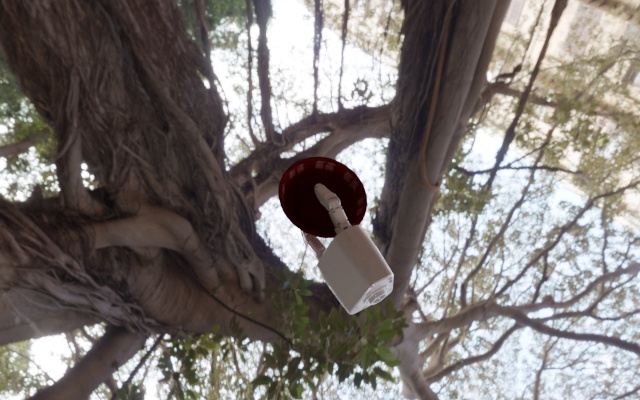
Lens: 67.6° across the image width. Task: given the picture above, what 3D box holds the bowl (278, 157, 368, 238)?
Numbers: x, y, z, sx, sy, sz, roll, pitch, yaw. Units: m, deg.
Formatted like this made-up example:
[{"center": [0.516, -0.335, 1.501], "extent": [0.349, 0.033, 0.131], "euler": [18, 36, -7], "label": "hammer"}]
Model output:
[{"center": [0.000, 0.002, 0.861], "extent": [0.162, 0.162, 0.055], "euler": [0, -26, -15], "label": "bowl"}]
